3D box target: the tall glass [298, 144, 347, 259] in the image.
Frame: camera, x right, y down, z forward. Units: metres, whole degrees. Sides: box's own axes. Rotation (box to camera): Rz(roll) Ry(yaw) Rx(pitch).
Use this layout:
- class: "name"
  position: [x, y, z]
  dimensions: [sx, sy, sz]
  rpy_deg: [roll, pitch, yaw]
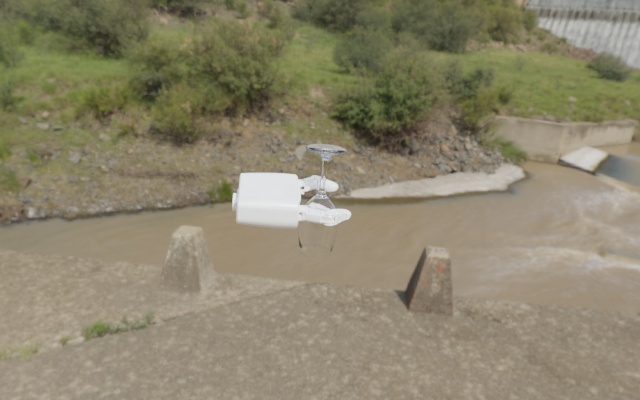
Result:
- class: "tall glass"
  position: [0.000, 0.002, 0.870]
  dimensions: [0.079, 0.201, 0.079]
  rpy_deg: [5, 18, -2]
